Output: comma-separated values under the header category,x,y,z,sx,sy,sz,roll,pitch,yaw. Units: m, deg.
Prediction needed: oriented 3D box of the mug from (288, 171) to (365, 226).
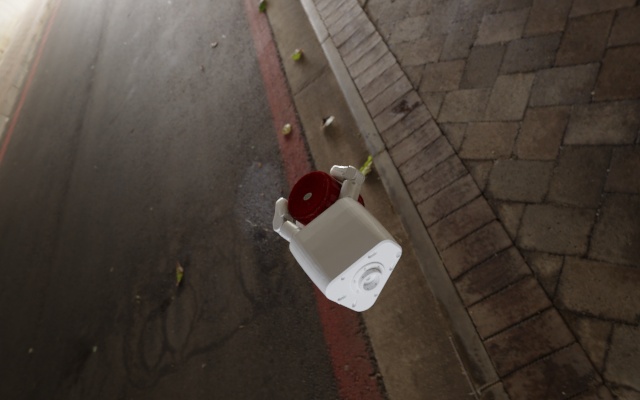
category,x,y,z,sx,sy,sz,roll,pitch,yaw
mug,-0.001,0.002,0.724,0.081,0.093,0.117,35,7,-41
